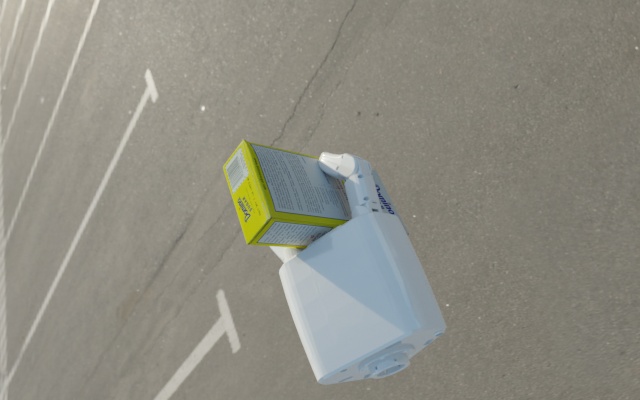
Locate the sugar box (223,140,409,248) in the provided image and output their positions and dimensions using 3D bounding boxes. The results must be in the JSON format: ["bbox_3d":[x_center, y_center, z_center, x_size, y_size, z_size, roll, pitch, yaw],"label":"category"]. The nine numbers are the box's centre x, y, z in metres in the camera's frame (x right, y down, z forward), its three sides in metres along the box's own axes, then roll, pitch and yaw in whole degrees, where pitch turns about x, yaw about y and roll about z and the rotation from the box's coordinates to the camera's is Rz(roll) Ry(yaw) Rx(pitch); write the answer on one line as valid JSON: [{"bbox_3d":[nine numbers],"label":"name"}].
[{"bbox_3d":[0.000,0.002,0.468,0.176,0.093,0.048,12,-46,-42],"label":"sugar box"}]
